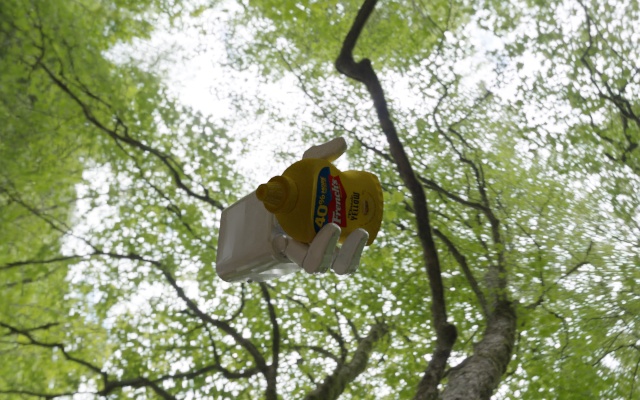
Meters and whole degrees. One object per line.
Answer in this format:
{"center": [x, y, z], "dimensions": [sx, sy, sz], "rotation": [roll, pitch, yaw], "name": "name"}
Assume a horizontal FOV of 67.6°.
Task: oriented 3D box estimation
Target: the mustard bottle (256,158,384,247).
{"center": [0.001, 0.002, 0.549], "dimensions": [0.058, 0.096, 0.191], "rotation": [4, -4, 39], "name": "mustard bottle"}
